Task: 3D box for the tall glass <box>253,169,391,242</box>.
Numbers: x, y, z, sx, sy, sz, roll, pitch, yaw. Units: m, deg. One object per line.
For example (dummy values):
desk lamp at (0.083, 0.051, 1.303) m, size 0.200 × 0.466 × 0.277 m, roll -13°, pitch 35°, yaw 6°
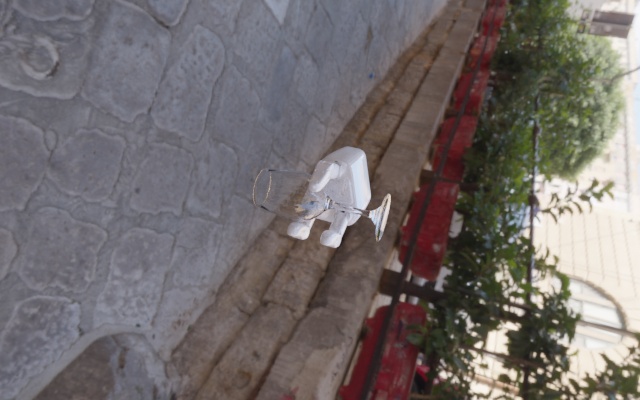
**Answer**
tall glass at (0.001, 0.003, 0.729) m, size 0.201 × 0.079 × 0.079 m, roll 14°, pitch 4°, yaw 16°
